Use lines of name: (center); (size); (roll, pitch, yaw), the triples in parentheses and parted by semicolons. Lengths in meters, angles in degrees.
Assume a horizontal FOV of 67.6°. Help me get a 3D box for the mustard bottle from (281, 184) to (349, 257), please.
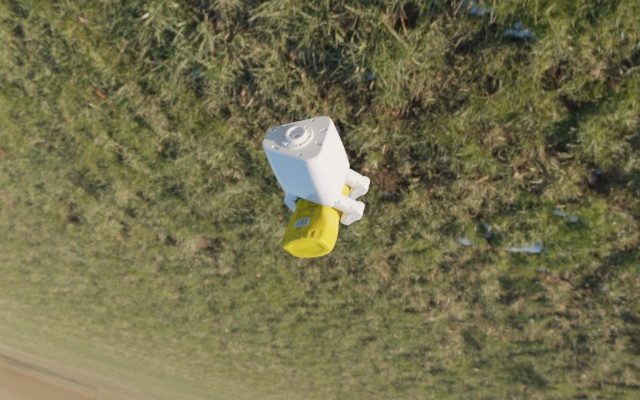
mustard bottle: (0.000, 0.003, 0.825); (0.096, 0.191, 0.058); (-15, -45, 40)
